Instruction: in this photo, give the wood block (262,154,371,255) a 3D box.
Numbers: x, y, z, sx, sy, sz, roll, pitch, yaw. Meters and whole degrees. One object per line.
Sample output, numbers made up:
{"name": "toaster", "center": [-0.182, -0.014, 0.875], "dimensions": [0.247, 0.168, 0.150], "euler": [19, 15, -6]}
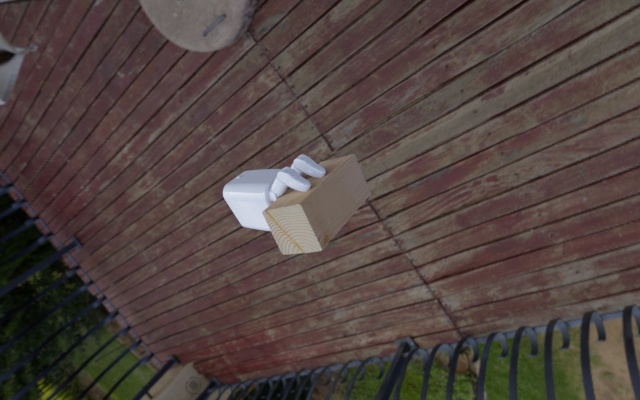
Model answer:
{"name": "wood block", "center": [0.000, 0.003, 0.870], "dimensions": [0.090, 0.091, 0.206], "euler": [-11, 22, 36]}
